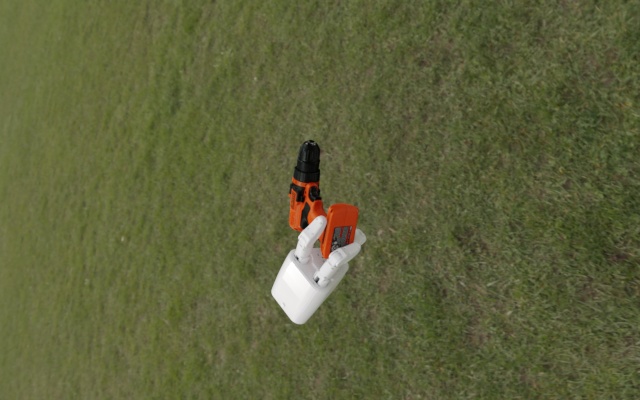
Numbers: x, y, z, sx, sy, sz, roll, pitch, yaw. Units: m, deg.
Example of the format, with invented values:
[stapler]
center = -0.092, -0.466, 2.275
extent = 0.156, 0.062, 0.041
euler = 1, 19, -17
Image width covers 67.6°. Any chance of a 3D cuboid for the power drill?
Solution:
[power drill]
center = 0.000, 0.003, 0.862
extent = 0.057, 0.184, 0.187
euler = -6, 29, -24
